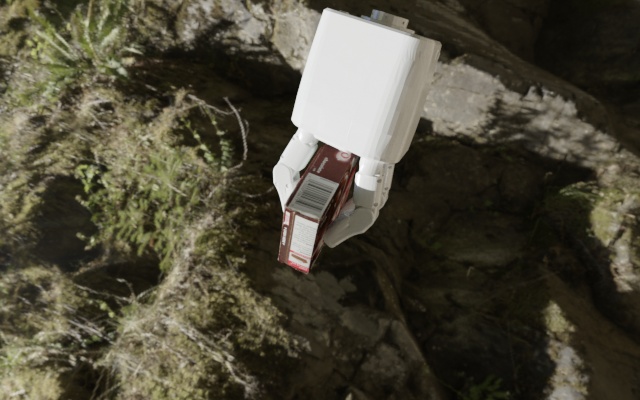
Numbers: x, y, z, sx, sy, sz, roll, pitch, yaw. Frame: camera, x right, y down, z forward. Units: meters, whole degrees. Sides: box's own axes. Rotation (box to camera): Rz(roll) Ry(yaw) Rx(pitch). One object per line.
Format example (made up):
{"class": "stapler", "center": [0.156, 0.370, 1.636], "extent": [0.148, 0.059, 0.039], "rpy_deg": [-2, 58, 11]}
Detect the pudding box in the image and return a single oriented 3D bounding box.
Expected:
{"class": "pudding box", "center": [0.000, 0.001, 0.470], "extent": [0.039, 0.113, 0.090], "rpy_deg": [23, -39, 11]}
